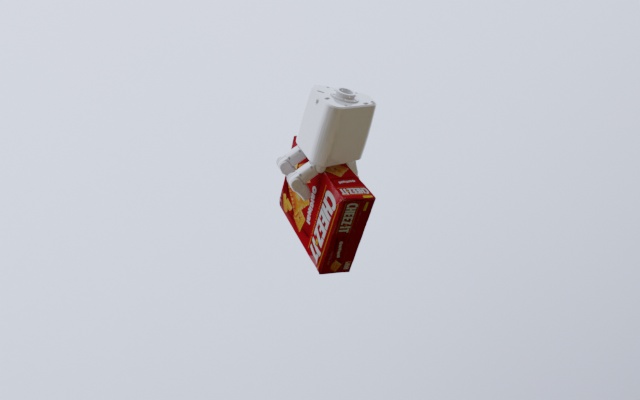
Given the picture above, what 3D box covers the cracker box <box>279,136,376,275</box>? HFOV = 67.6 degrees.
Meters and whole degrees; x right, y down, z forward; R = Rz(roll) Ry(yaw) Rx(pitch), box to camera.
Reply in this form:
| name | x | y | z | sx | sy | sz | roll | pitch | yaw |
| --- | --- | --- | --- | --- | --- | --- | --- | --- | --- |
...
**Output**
| name | x | y | z | sx | sy | sz | roll | pitch | yaw |
| --- | --- | --- | --- | --- | --- | --- | --- | --- | --- |
| cracker box | 0.000 | 0.003 | 0.869 | 0.072 | 0.164 | 0.213 | -3 | 36 | -27 |
